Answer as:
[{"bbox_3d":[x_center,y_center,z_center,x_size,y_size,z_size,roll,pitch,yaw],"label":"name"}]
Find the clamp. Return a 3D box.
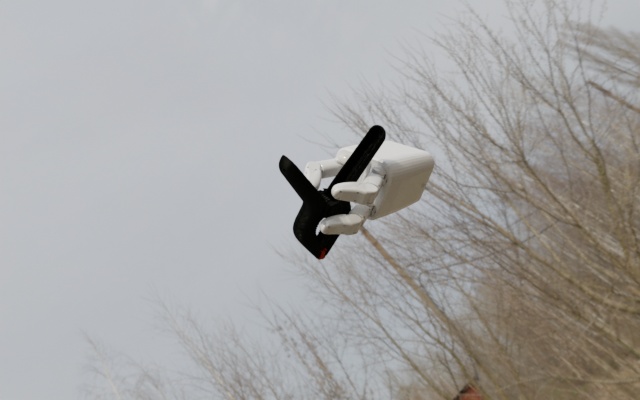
[{"bbox_3d":[0.000,0.002,0.642,0.164,0.210,0.036,-16,46,-37],"label":"clamp"}]
